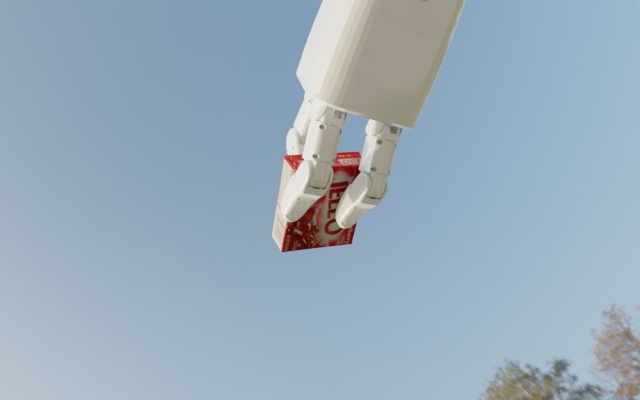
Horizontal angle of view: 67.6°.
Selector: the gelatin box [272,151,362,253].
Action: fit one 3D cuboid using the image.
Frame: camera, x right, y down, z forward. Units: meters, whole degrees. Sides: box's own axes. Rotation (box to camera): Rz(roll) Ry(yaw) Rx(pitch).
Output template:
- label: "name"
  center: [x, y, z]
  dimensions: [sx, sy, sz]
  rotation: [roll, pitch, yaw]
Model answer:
- label: "gelatin box"
  center: [0.000, 0.001, 0.429]
  dimensions: [0.073, 0.089, 0.030]
  rotation: [-4, 34, -25]
